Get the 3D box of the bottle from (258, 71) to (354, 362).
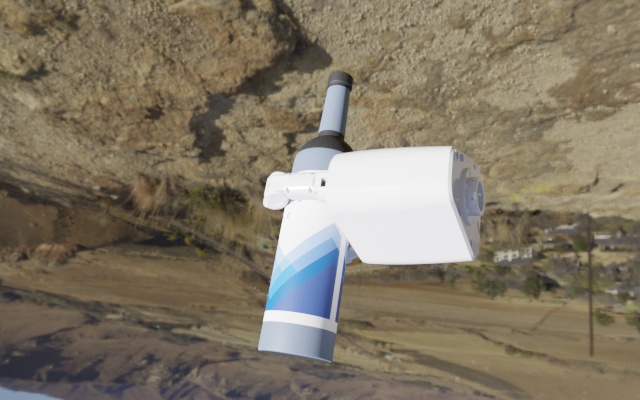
[{"bbox_3d":[0.000,0.002,0.472,0.069,0.295,0.069,8,-21,3],"label":"bottle"}]
